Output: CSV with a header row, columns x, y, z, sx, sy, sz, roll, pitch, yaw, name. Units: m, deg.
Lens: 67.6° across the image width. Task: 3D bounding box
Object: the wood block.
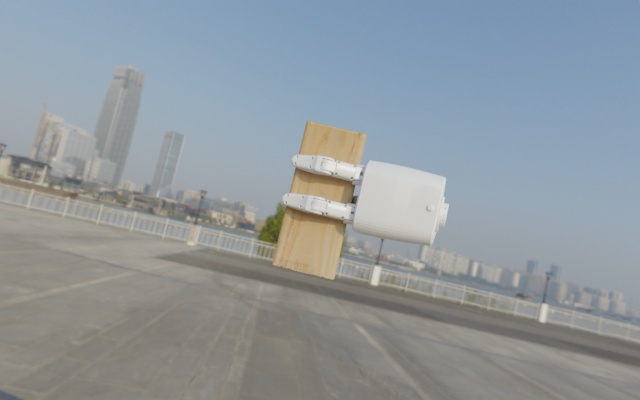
x,y,z,sx,sy,sz,roll,pitch,yaw,name
0.001,0.002,0.699,0.090,0.206,0.091,13,-5,3,wood block
